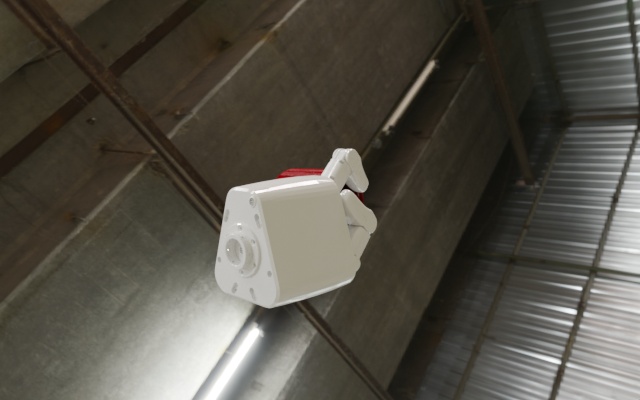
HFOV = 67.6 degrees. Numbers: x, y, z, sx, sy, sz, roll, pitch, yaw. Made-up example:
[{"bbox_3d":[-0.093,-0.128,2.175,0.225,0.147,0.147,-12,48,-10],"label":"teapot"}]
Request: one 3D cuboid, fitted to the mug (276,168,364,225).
[{"bbox_3d":[0.001,0.002,0.582,0.081,0.093,0.117,5,9,41],"label":"mug"}]
